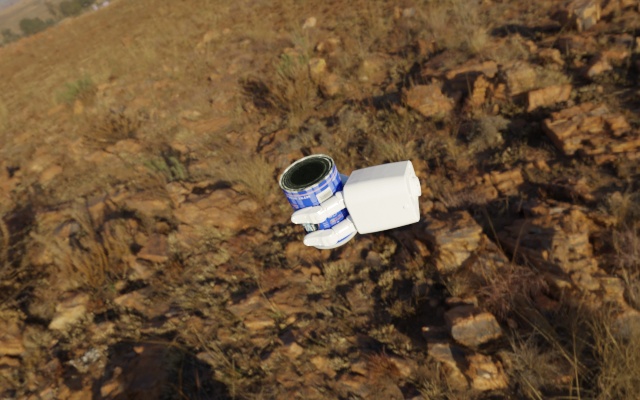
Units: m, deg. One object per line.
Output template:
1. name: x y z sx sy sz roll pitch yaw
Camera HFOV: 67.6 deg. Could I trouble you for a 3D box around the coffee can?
1. coffee can: 0.000 0.003 0.863 0.103 0.140 0.102 -17 35 13
